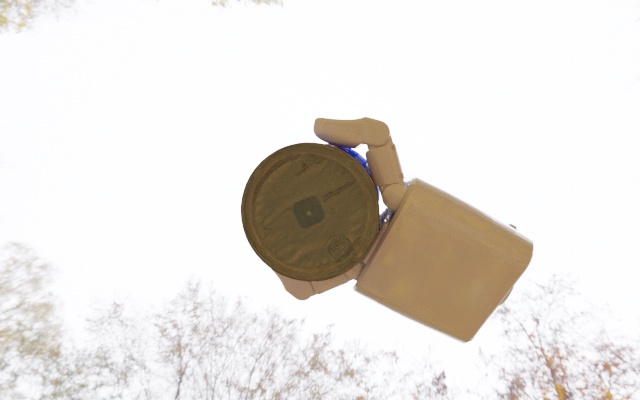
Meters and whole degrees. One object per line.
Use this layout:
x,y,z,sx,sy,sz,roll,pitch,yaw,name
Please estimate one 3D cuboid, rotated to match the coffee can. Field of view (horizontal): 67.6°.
0.000,0.001,0.414,0.103,0.103,0.140,0,7,7,coffee can
